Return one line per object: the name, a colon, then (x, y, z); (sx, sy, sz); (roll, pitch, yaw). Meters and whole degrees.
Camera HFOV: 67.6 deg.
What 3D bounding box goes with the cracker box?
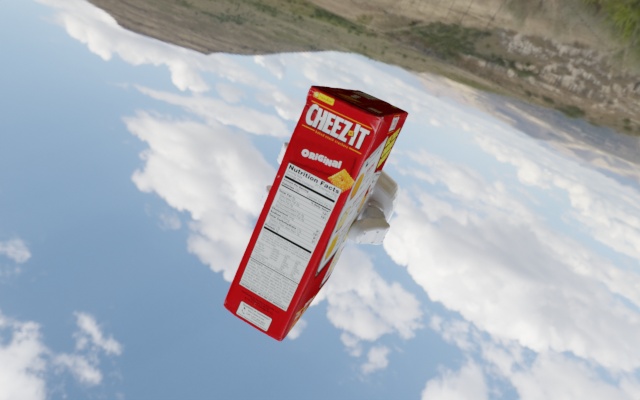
cracker box: (0.000, 0.002, 0.461); (0.072, 0.214, 0.164); (27, 17, 10)
